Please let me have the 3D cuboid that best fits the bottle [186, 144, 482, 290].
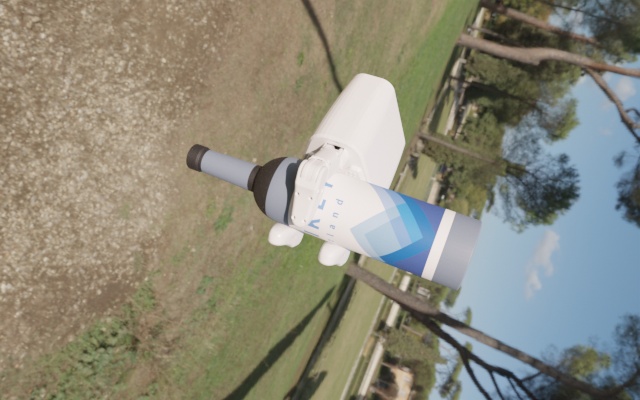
[{"bbox_3d":[0.000,0.002,0.466,0.295,0.069,0.069,20,5,15],"label":"bottle"}]
